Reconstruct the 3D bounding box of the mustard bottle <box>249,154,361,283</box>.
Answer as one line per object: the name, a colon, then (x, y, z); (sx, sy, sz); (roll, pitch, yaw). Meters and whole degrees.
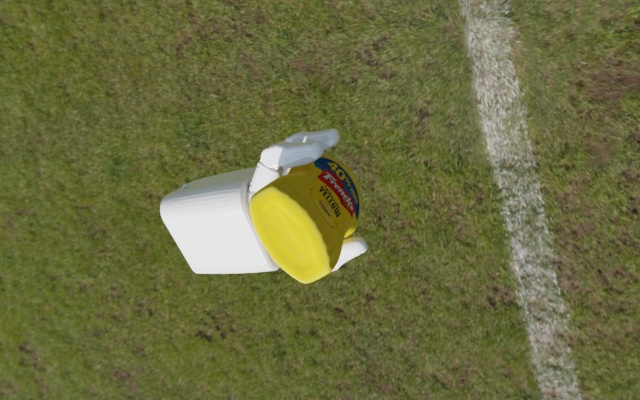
mustard bottle: (0.000, 0.002, 0.498); (0.058, 0.096, 0.191); (-32, 7, 25)
